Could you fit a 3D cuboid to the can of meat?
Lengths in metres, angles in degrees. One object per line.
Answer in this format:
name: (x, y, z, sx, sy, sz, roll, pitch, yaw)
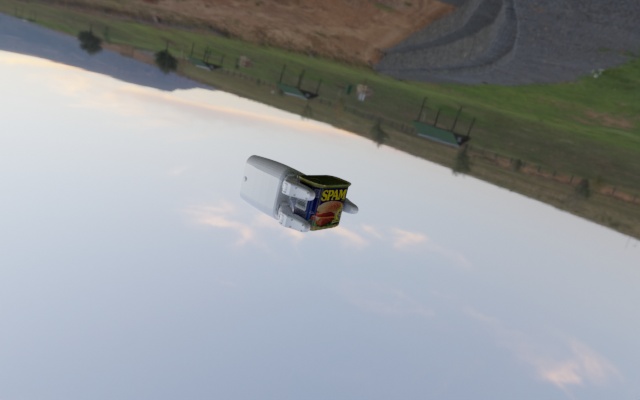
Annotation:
can of meat: (0.000, 0.003, 0.838, 0.057, 0.084, 0.102, 24, 17, 35)
